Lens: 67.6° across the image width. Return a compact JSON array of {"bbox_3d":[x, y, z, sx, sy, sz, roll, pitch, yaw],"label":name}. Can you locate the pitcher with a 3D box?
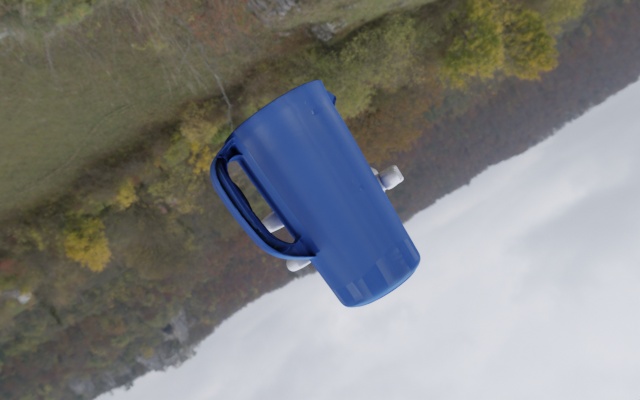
[{"bbox_3d":[0.000,0.002,0.546,0.149,0.243,0.145,-33,1,14],"label":"pitcher"}]
